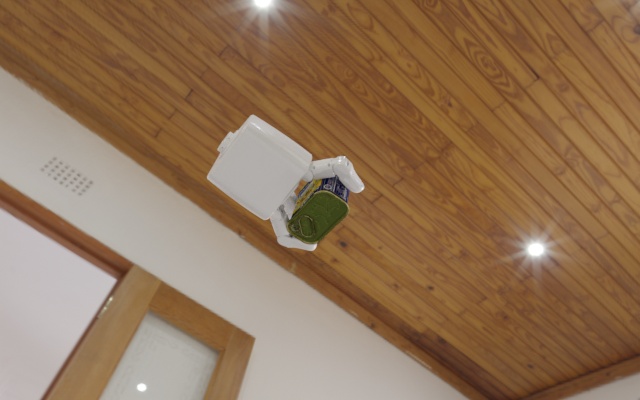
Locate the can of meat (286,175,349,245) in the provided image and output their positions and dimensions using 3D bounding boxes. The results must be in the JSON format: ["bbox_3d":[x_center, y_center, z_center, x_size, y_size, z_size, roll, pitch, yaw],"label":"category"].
[{"bbox_3d":[0.000,0.002,0.714,0.057,0.102,0.084,33,35,-15],"label":"can of meat"}]
